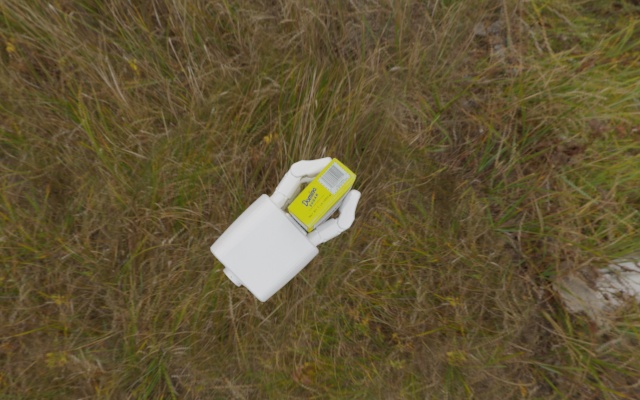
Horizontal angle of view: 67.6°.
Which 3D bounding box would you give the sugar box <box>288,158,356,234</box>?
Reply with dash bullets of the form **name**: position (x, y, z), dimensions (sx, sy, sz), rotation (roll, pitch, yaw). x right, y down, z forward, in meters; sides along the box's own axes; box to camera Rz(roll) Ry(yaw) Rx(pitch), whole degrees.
- **sugar box**: position (0.000, 0.002, 0.693), dimensions (0.048, 0.093, 0.176), rotation (43, -8, 2)
